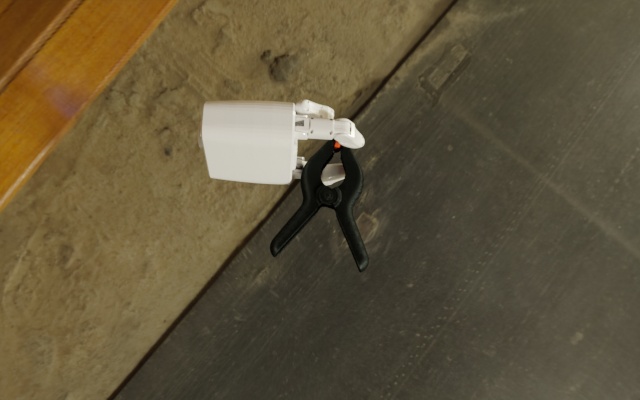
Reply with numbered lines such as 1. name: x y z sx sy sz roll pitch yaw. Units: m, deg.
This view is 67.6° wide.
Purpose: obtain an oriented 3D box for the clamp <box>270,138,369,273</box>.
1. clamp: 0.000 0.002 0.592 0.120 0.171 0.039 2 -13 -5
